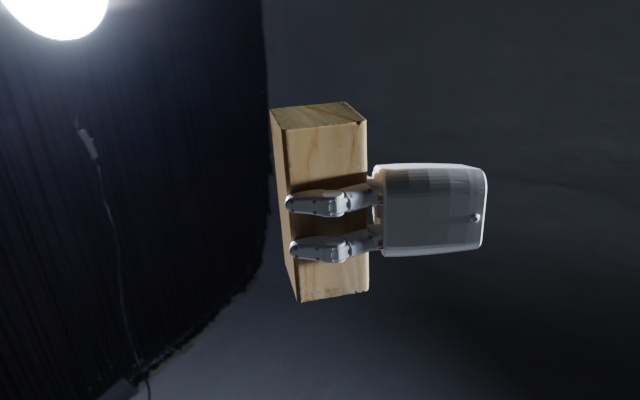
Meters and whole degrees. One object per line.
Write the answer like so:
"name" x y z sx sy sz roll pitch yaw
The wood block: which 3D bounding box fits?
"wood block" 0.000 0.001 0.550 0.090 0.206 0.090 -8 25 -10
